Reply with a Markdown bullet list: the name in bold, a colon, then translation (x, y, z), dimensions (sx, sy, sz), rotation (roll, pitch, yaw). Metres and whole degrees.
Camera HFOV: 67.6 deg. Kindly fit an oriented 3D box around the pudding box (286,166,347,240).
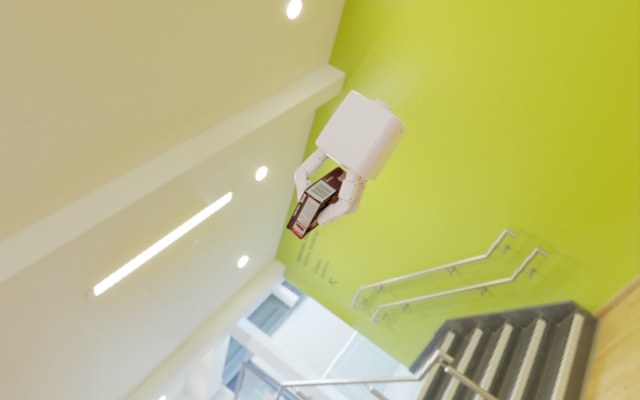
- **pudding box**: translation (0.000, 0.002, 0.794), dimensions (0.039, 0.090, 0.113), rotation (38, 38, 14)
